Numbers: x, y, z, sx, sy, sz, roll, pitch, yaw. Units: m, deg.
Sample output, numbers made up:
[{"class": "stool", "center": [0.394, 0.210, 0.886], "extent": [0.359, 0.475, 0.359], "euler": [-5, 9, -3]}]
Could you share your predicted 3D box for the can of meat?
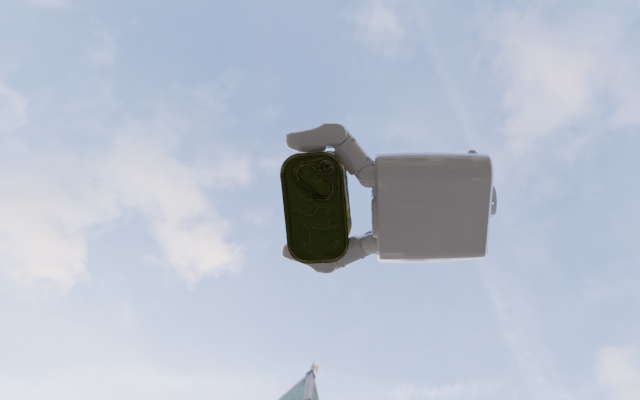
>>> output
[{"class": "can of meat", "center": [0.000, 0.002, 0.469], "extent": [0.057, 0.102, 0.084], "euler": [-4, 8, 8]}]
